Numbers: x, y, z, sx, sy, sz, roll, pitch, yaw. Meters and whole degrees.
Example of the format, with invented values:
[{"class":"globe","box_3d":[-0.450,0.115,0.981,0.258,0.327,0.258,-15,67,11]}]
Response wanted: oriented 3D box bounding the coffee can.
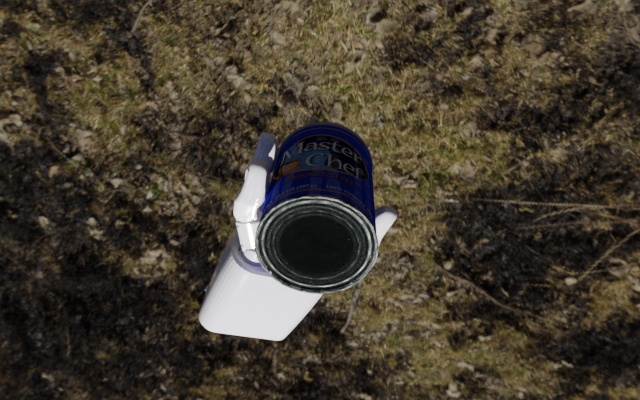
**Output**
[{"class":"coffee can","box_3d":[0.000,0.001,0.448,0.103,0.103,0.140,0,33,4]}]
